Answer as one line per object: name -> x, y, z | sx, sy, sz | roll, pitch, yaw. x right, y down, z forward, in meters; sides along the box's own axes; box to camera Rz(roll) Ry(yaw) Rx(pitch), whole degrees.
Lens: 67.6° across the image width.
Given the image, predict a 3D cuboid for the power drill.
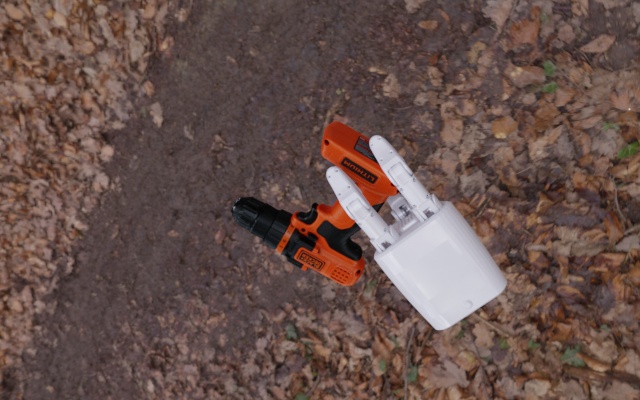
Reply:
power drill -> 0.001, 0.002, 0.568 | 0.184, 0.188, 0.057 | 29, 36, -4
